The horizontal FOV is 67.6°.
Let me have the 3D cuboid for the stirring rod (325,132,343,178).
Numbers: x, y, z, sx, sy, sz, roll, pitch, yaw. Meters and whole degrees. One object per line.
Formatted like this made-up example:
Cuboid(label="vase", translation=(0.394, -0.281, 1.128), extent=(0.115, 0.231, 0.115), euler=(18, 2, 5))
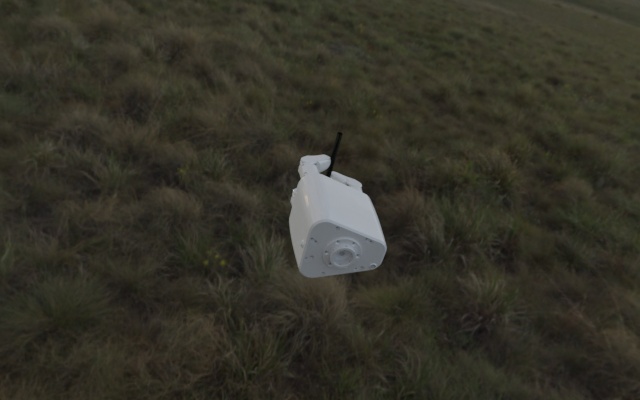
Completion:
Cuboid(label="stirring rod", translation=(0.000, 0.003, 0.754), extent=(0.011, 0.240, 0.011), euler=(12, 31, -7))
